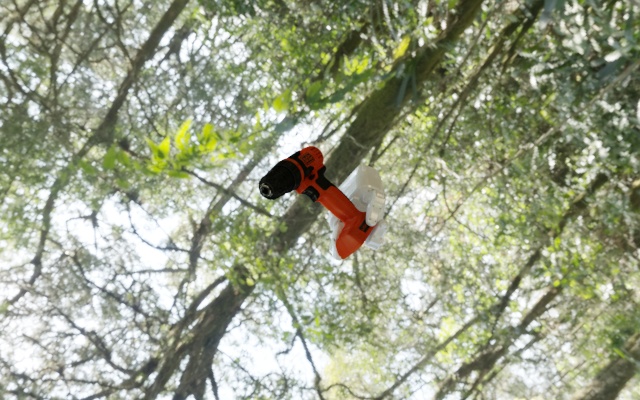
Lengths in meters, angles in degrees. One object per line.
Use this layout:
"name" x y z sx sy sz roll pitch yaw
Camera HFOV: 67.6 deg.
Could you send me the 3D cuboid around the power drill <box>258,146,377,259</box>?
"power drill" 0.000 0.003 0.776 0.057 0.187 0.184 -41 2 34
